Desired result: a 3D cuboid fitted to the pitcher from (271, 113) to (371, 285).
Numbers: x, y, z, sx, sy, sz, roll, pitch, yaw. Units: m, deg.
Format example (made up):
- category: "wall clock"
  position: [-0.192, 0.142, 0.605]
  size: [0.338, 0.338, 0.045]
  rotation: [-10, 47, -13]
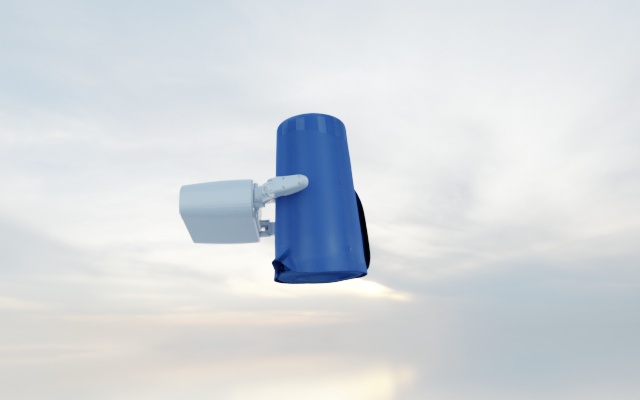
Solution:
- category: "pitcher"
  position: [0.000, 0.002, 0.711]
  size: [0.145, 0.242, 0.149]
  rotation: [-4, -16, 1]
